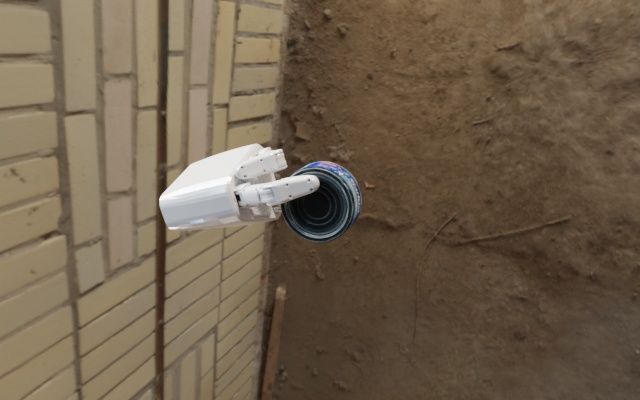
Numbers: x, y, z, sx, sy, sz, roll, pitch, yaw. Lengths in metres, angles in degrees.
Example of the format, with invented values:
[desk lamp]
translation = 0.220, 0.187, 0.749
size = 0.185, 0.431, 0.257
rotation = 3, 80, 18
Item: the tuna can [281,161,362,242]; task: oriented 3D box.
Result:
[tuna can]
translation = 0.000, 0.002, 0.523
size = 0.086, 0.086, 0.033
rotation = 0, 13, 19
